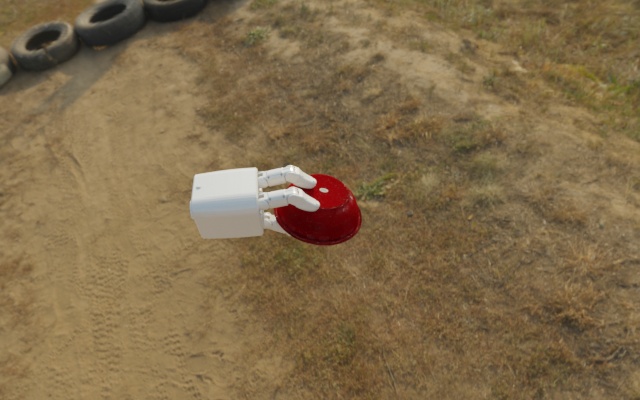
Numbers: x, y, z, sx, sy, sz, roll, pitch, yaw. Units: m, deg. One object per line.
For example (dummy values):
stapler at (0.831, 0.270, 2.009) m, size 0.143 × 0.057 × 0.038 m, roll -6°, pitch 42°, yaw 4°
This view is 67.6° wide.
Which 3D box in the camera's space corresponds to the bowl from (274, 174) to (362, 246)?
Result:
bowl at (0.001, 0.002, 0.842) m, size 0.162 × 0.055 × 0.162 m, roll 7°, pitch 41°, yaw -7°
